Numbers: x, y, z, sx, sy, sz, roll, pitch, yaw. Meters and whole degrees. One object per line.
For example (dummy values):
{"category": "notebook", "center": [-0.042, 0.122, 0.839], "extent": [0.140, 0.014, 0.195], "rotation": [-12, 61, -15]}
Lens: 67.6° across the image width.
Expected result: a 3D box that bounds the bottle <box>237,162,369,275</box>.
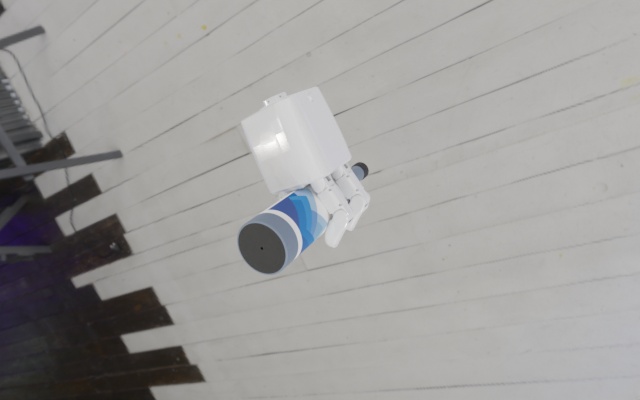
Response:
{"category": "bottle", "center": [0.000, 0.002, 0.647], "extent": [0.069, 0.069, 0.295], "rotation": [0, 20, 28]}
